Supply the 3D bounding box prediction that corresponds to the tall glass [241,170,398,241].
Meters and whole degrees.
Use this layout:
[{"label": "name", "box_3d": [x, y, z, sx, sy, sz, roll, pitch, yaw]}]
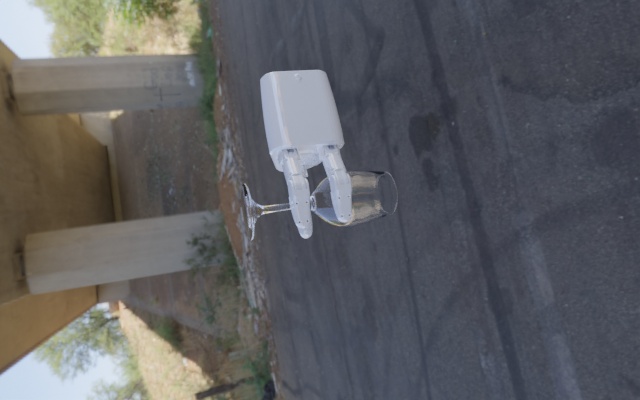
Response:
[{"label": "tall glass", "box_3d": [-0.001, 0.002, 0.639, 0.201, 0.079, 0.079, -7, 2, -18]}]
